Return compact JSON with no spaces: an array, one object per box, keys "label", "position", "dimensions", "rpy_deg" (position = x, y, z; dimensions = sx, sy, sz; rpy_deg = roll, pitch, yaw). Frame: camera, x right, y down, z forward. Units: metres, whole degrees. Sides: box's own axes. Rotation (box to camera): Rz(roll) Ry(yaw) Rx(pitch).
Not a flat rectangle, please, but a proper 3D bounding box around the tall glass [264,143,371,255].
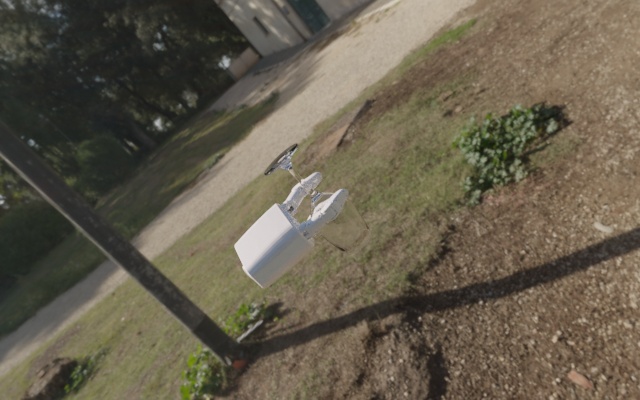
[{"label":"tall glass","position":[0.000,0.002,0.803],"dimensions":[0.201,0.079,0.079],"rpy_deg":[47,-18,-17]}]
